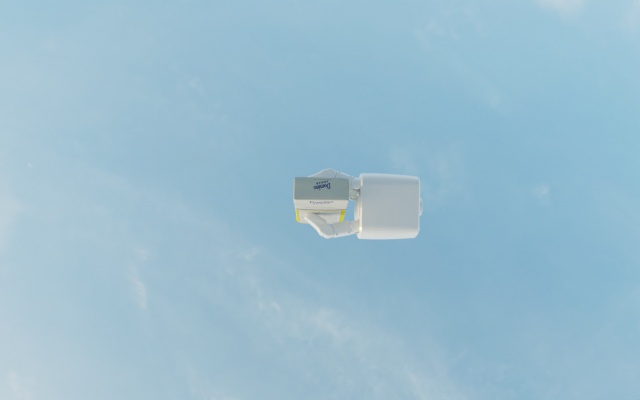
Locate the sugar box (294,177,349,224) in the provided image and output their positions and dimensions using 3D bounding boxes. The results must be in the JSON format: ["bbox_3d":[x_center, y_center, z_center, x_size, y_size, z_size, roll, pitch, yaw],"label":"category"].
[{"bbox_3d":[0.000,0.002,0.864,0.093,0.048,0.176,1,-17,-1],"label":"sugar box"}]
